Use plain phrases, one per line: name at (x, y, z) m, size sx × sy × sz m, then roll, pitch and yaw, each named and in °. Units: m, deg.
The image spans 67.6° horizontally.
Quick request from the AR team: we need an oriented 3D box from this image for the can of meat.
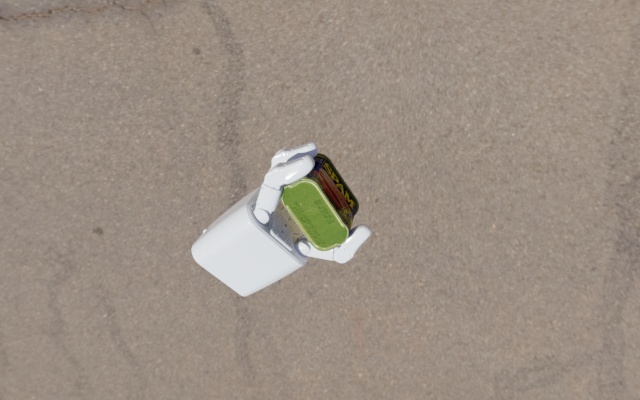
can of meat at (0.000, 0.002, 0.598) m, size 0.057 × 0.102 × 0.084 m, roll -29°, pitch 16°, yaw 21°
